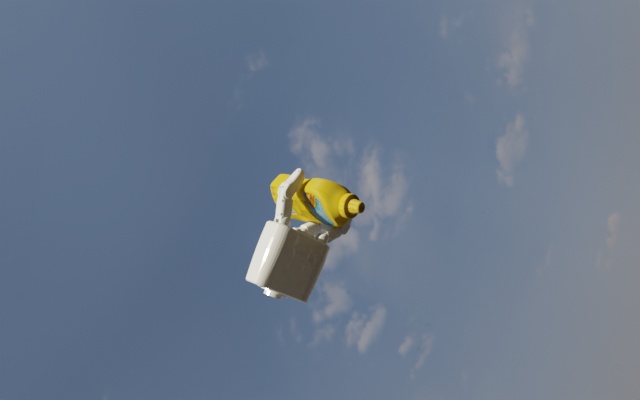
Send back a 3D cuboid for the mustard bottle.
[{"bbox_3d":[0.000,0.002,0.829,0.191,0.096,0.058,9,49,47],"label":"mustard bottle"}]
